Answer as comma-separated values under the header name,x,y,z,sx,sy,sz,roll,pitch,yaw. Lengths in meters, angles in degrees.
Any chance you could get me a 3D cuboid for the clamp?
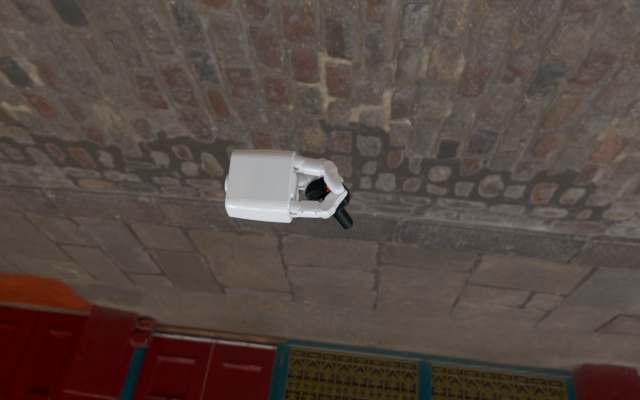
name,x,y,z,sx,sy,sz,roll,pitch,yaw
clamp,0.000,0.003,0.865,0.120,0.039,0.172,3,-30,5
